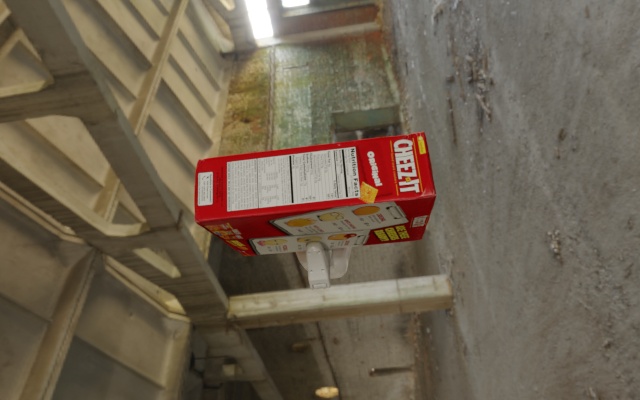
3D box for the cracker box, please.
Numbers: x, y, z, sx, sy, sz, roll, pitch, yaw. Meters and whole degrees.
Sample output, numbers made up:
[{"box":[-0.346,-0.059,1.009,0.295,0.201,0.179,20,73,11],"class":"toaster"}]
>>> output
[{"box":[0.000,0.002,0.495,0.214,0.072,0.164,-7,-18,5],"class":"cracker box"}]
